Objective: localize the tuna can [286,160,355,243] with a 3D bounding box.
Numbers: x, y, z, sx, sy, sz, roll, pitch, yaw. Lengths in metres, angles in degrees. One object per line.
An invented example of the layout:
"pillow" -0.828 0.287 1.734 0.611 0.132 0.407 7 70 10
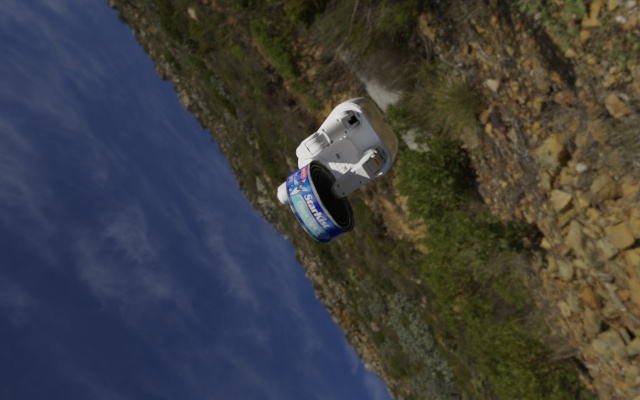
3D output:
"tuna can" 0.000 0.002 0.515 0.034 0.086 0.086 -30 -11 20
